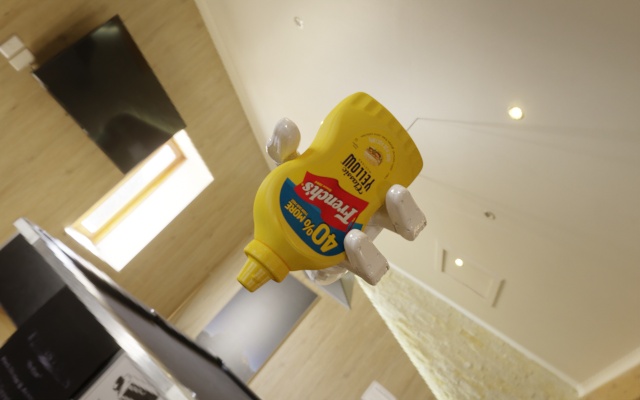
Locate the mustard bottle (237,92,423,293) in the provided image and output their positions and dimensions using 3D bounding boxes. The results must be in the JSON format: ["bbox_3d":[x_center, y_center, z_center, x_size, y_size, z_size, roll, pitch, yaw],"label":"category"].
[{"bbox_3d":[0.000,0.001,0.411,0.191,0.096,0.058,-47,17,-17],"label":"mustard bottle"}]
